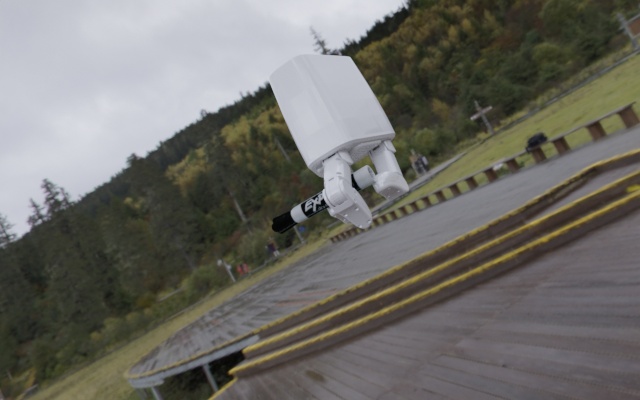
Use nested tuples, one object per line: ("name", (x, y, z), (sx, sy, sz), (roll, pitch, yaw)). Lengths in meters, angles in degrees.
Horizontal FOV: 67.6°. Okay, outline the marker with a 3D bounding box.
("marker", (0.000, 0.002, 0.478), (0.121, 0.020, 0.020), (-29, -12, 22))
